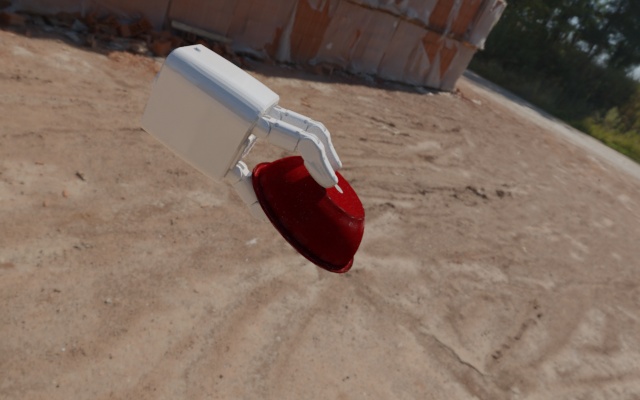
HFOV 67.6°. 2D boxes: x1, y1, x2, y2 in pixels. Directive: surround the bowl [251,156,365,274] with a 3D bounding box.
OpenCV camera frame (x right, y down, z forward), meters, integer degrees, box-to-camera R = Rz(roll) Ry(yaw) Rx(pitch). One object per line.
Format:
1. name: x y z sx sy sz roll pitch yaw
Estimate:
1. bowl: 0.001 0.002 0.544 0.055 0.162 0.162 -41 -16 20
